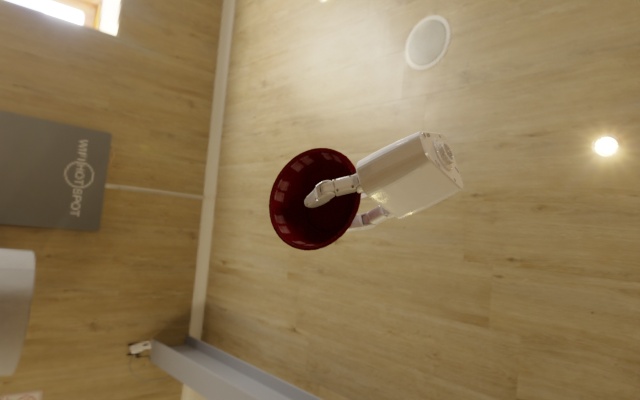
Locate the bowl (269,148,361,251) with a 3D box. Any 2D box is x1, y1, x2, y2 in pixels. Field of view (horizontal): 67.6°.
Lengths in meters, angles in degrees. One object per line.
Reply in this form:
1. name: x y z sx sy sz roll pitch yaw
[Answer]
1. bowl: -0.001 0.003 0.745 0.162 0.162 0.055 0 -15 30
